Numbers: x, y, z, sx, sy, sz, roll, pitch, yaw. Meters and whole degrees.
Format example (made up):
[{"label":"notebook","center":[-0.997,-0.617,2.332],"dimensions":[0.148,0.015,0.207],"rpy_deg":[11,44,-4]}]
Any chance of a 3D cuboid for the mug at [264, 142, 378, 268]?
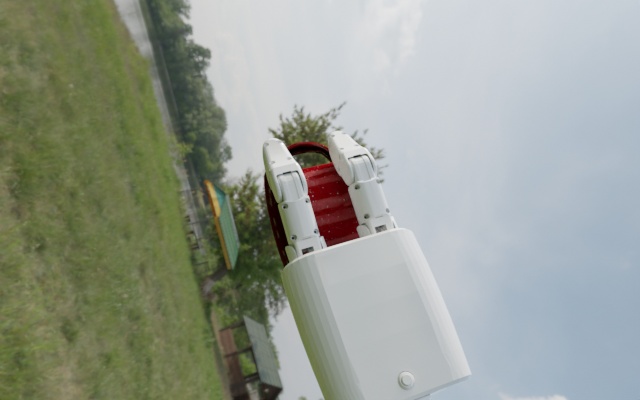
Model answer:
[{"label":"mug","center":[0.000,0.000,0.405],"dimensions":[0.081,0.117,0.093],"rpy_deg":[-14,-25,-13]}]
